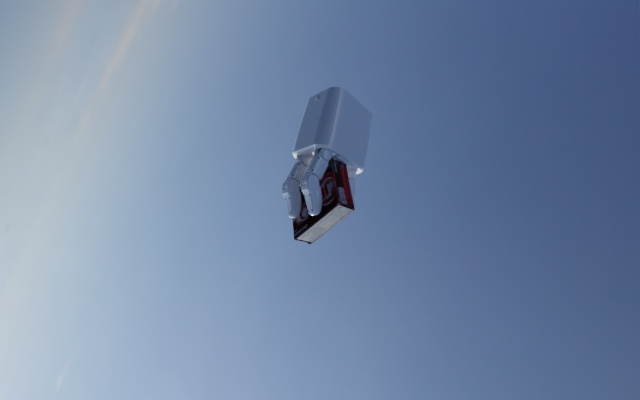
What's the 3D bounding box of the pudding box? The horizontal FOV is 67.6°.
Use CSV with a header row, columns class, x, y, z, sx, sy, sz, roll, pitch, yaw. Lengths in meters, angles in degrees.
class,x,y,z,sx,sy,sz,roll,pitch,yaw
pudding box,0.000,0.002,0.748,0.039,0.090,0.113,20,-45,-31
